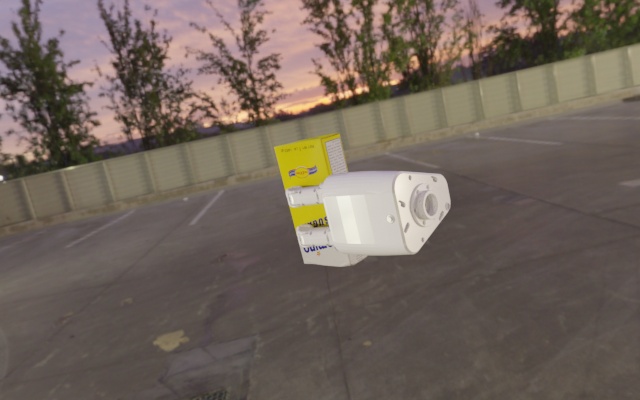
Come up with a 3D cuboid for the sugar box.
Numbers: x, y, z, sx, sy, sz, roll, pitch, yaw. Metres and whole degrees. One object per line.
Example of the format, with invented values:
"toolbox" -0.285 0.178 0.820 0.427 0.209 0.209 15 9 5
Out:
"sugar box" 0.000 0.002 0.657 0.093 0.176 0.048 -4 13 44
